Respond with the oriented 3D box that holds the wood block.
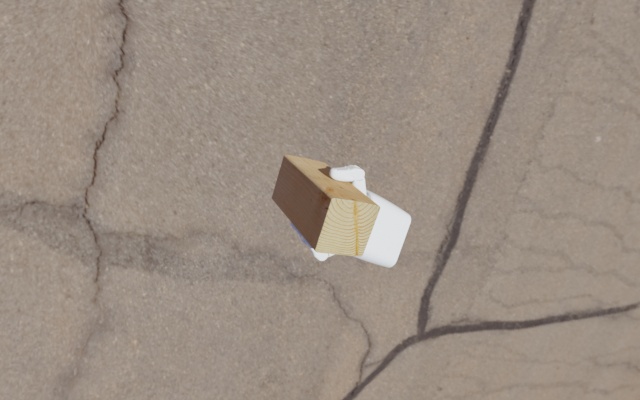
[{"bbox_3d":[0.001,0.002,0.802,0.090,0.091,0.206,9,18,-29],"label":"wood block"}]
